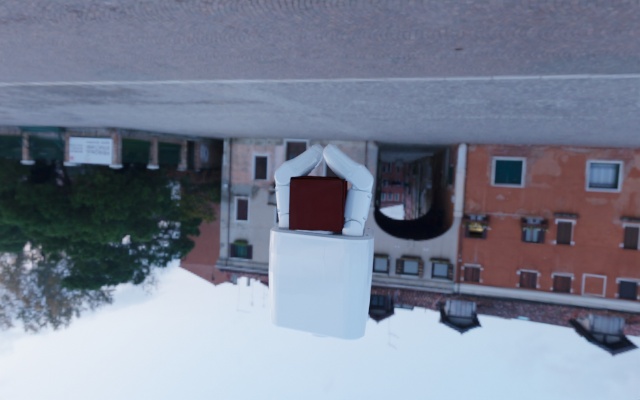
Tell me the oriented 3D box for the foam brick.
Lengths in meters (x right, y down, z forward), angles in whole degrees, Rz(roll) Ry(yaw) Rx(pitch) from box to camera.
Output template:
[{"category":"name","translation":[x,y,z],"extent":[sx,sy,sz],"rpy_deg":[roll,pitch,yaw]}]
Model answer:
[{"category":"foam brick","translation":[0.000,0.002,0.485],"extent":[0.053,0.051,0.078],"rpy_deg":[3,4,7]}]
